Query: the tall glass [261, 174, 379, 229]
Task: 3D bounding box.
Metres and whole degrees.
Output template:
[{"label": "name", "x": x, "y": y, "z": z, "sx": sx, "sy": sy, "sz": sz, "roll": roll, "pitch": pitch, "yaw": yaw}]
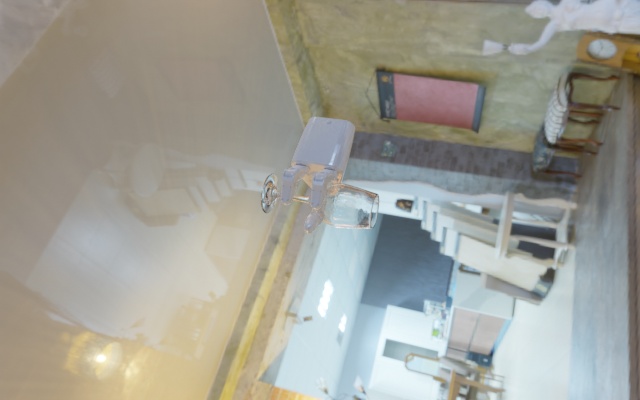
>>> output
[{"label": "tall glass", "x": -0.001, "y": 0.003, "z": 0.848, "sx": 0.201, "sy": 0.079, "sz": 0.079, "roll": 10, "pitch": 3, "yaw": 17}]
